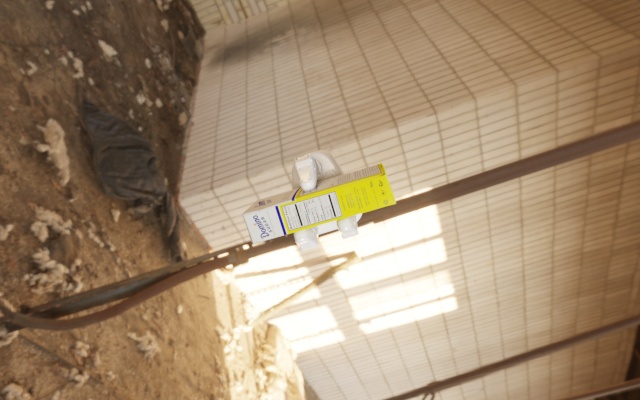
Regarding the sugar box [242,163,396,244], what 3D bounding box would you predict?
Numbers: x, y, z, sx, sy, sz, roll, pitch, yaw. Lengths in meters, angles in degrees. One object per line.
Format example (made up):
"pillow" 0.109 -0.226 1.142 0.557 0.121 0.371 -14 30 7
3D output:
"sugar box" 0.000 0.002 0.593 0.176 0.048 0.093 -18 9 8
